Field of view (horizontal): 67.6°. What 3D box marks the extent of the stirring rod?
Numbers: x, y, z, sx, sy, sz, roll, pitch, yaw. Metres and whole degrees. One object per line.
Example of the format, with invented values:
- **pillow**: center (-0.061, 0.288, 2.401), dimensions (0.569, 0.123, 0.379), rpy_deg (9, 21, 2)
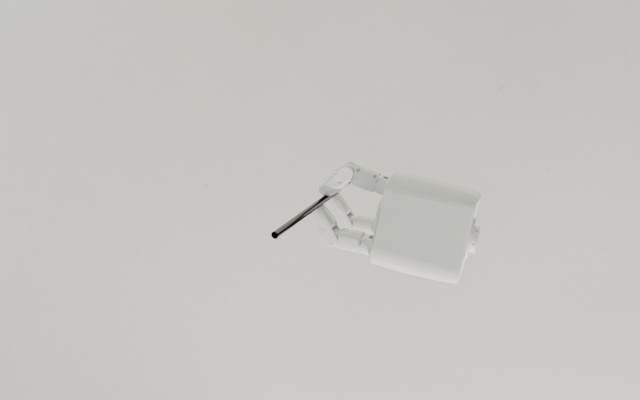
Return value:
- **stirring rod**: center (0.000, 0.002, 0.597), dimensions (0.011, 0.011, 0.239), rpy_deg (0, 16, 24)
